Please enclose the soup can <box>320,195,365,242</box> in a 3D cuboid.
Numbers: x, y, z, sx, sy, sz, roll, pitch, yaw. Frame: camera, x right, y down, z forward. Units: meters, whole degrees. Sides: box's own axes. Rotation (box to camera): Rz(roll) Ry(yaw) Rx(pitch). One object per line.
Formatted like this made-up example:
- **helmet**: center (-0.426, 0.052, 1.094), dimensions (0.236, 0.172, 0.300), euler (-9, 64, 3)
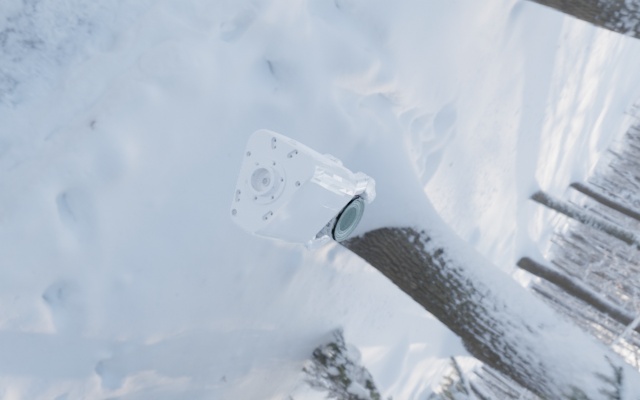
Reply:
- **soup can**: center (0.000, 0.002, 0.643), dimensions (0.102, 0.068, 0.068), euler (31, 15, 27)
